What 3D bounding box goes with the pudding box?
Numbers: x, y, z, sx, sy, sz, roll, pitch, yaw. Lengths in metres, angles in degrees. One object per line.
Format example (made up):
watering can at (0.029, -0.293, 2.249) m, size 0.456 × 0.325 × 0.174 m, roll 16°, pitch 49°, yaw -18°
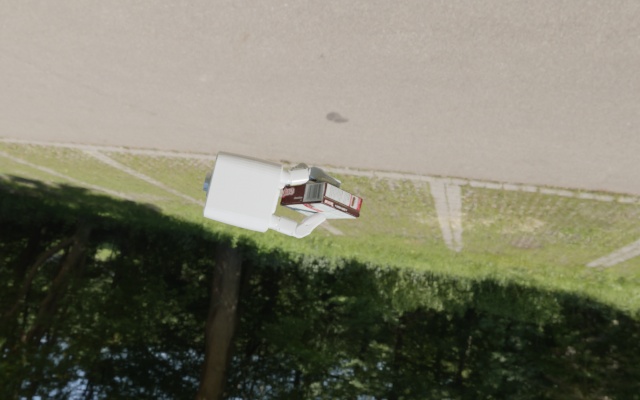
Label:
pudding box at (0.000, 0.003, 0.810) m, size 0.090 × 0.039 × 0.113 m, roll 22°, pitch -15°, yaw -38°
